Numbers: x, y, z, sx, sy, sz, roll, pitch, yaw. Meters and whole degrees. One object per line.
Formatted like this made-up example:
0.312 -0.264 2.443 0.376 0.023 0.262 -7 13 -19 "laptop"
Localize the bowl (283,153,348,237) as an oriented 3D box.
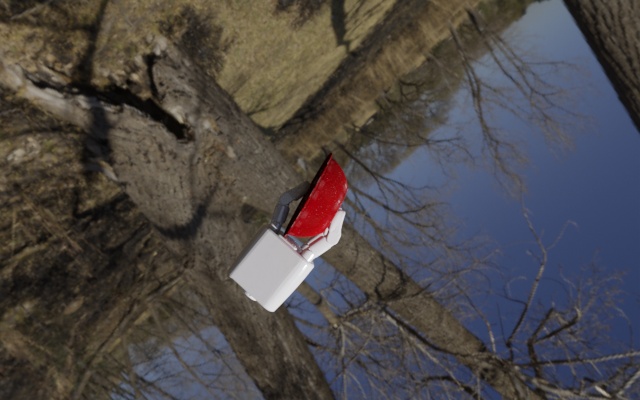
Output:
0.001 0.002 0.797 0.055 0.162 0.162 29 -3 -5 "bowl"
